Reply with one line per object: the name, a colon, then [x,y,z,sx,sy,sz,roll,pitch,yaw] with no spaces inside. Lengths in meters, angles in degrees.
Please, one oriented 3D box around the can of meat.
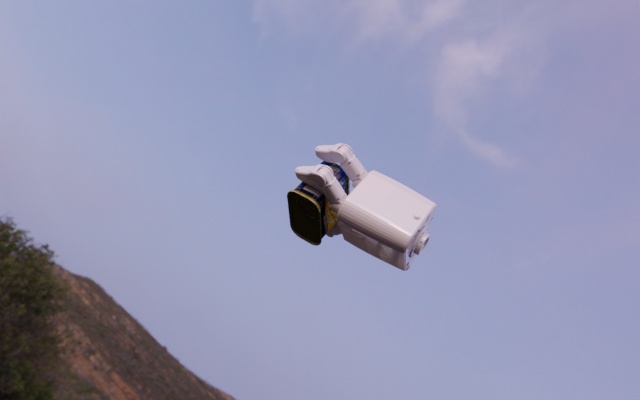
can of meat: [0.000,0.002,0.711,0.057,0.102,0.084,27,54,24]
